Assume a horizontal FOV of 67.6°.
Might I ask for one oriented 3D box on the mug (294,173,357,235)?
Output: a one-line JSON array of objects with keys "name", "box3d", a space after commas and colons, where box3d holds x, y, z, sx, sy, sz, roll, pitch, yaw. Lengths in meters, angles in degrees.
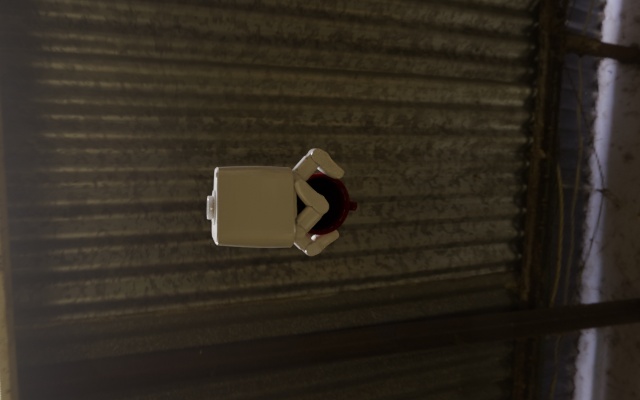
[{"name": "mug", "box3d": [0.001, 0.002, 0.753, 0.117, 0.093, 0.081, 2, 5, -18]}]
